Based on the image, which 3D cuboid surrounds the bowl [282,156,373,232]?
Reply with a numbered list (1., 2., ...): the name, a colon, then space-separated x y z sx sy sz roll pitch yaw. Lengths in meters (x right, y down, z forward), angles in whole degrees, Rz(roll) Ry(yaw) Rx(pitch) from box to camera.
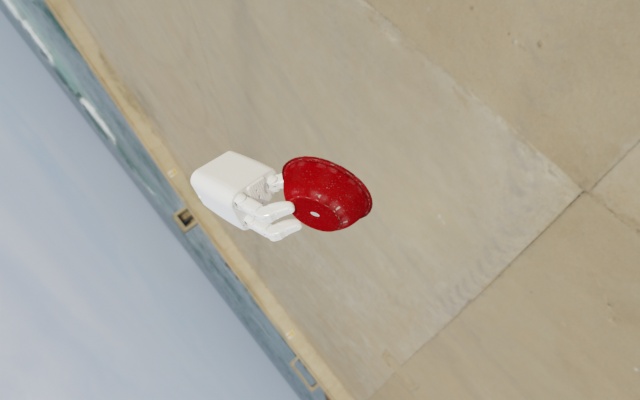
1. bowl: 0.001 0.003 0.772 0.162 0.055 0.162 19 -31 12
